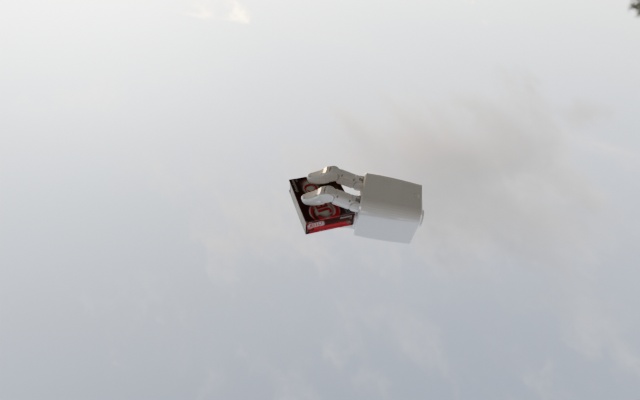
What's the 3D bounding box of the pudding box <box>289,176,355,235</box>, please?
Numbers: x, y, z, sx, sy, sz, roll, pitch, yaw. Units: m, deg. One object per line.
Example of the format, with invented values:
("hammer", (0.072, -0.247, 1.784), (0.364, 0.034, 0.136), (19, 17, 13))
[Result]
("pudding box", (0.000, 0.003, 0.854), (0.090, 0.039, 0.113), (-10, 45, -16))
